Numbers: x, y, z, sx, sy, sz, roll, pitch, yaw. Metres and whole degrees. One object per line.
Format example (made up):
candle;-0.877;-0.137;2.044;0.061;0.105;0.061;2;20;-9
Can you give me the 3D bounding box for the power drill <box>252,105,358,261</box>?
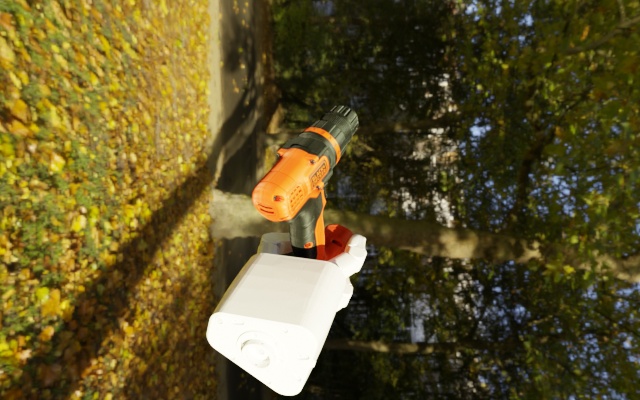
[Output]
power drill;0.000;0.002;0.567;0.057;0.188;0.184;14;46;30
